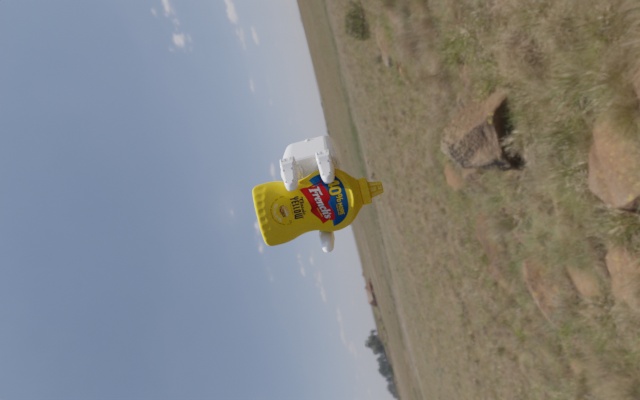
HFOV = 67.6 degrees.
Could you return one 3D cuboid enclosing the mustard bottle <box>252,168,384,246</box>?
[{"bbox_3d":[0.000,0.003,0.723,0.191,0.096,0.058,-14,-1,4],"label":"mustard bottle"}]
